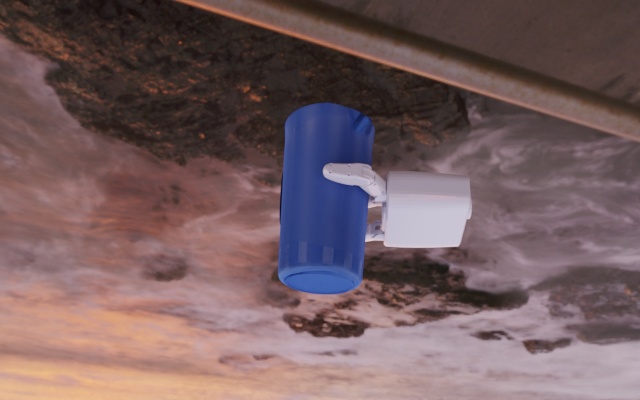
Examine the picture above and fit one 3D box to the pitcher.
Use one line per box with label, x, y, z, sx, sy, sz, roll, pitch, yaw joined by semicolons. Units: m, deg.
pitcher;0.000;0.002;0.664;0.145;0.242;0.149;1;-27;6
